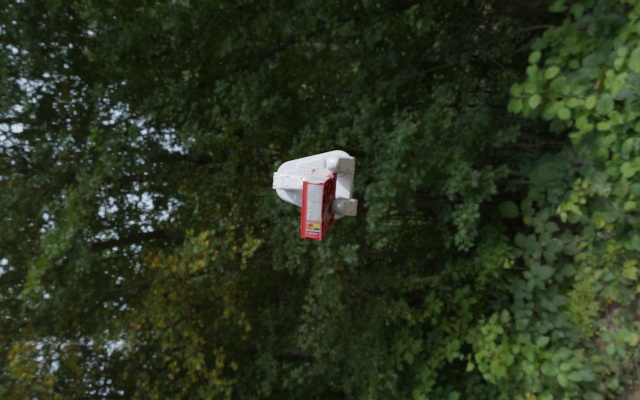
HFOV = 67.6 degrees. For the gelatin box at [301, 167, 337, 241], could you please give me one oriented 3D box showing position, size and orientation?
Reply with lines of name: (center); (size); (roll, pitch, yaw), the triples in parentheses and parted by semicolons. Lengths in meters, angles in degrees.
gelatin box: (0.000, 0.002, 0.608); (0.030, 0.073, 0.089); (6, 16, 11)
